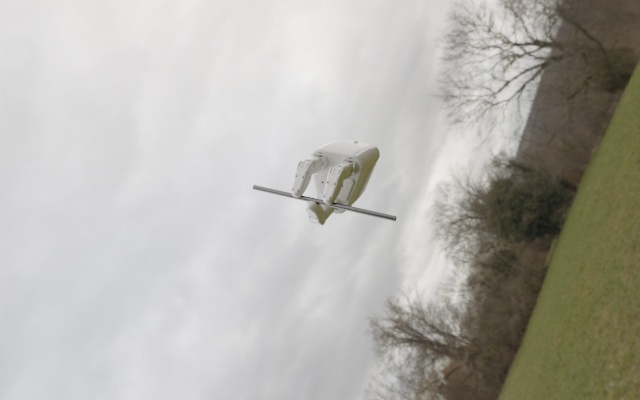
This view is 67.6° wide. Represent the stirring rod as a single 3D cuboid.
[{"bbox_3d":[0.000,0.002,0.737,0.239,0.011,0.011,13,5,22],"label":"stirring rod"}]
